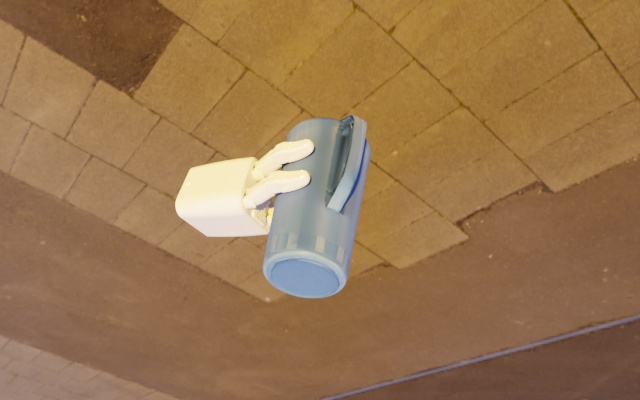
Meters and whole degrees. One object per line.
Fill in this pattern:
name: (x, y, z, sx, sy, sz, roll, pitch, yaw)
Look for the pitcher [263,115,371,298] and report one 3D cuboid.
pitcher: (0.000, 0.002, 0.663, 0.145, 0.242, 0.149, -5, -42, 17)
